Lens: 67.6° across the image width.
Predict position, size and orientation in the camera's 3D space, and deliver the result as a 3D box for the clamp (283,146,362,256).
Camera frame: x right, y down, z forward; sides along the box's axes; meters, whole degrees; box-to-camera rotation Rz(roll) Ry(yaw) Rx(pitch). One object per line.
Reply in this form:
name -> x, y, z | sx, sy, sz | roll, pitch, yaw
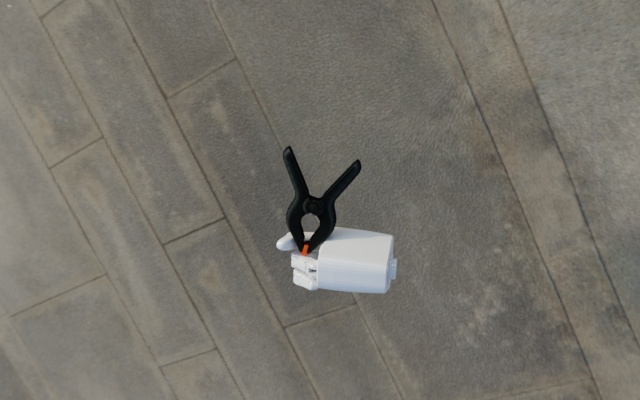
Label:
clamp -> 0.000, 0.003, 0.742 | 0.120, 0.171, 0.039 | 4, 16, 9
